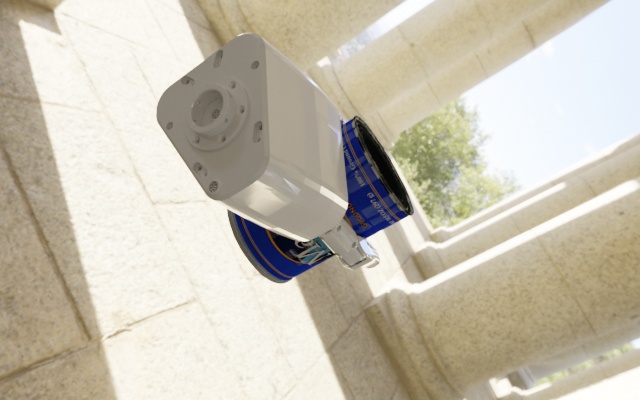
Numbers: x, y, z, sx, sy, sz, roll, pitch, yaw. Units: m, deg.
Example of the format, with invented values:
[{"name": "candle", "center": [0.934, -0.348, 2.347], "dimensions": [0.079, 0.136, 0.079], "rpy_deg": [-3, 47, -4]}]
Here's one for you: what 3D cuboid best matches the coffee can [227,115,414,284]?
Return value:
[{"name": "coffee can", "center": [0.000, 0.002, 0.445], "dimensions": [0.140, 0.103, 0.103], "rpy_deg": [-30, -9, 17]}]
